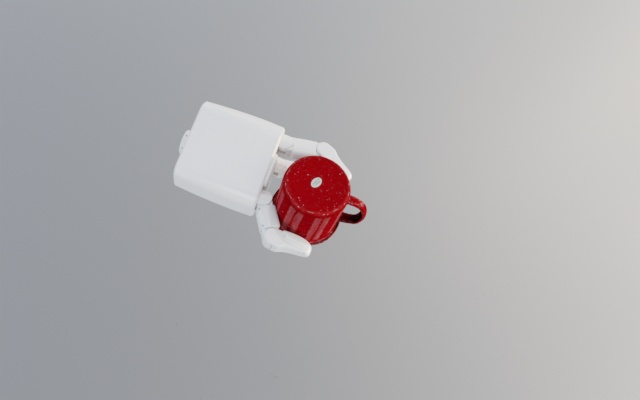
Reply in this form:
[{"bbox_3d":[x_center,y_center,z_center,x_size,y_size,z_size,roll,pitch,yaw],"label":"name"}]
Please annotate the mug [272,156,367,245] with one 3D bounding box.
[{"bbox_3d":[0.001,0.002,0.584,0.117,0.093,0.081,19,-28,-4],"label":"mug"}]
